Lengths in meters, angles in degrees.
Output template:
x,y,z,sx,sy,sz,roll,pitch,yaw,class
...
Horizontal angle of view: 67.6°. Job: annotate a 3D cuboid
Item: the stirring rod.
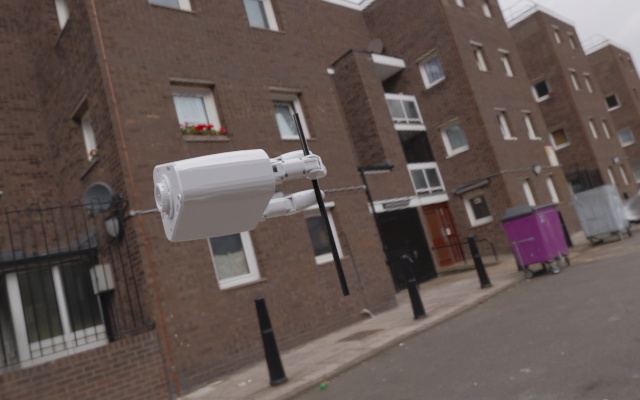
x,y,z,sx,sy,sz,roll,pitch,yaw,class
0.000,0.002,0.603,0.011,0.239,0.011,-15,-9,-3,stirring rod
